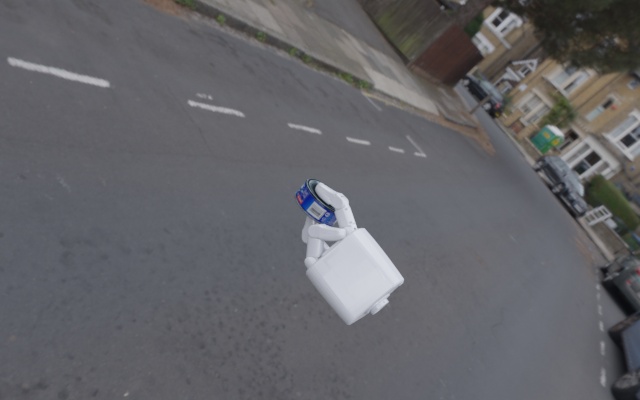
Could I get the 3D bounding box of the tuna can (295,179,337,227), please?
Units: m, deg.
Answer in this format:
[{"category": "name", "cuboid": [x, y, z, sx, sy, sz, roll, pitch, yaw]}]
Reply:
[{"category": "tuna can", "cuboid": [0.000, 0.002, 0.809, 0.086, 0.034, 0.086, 34, 22, -16]}]
